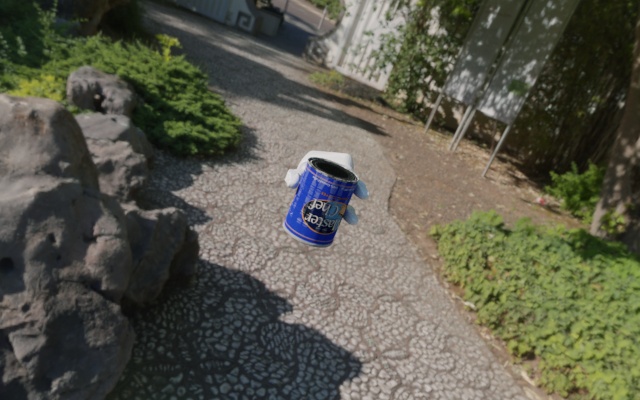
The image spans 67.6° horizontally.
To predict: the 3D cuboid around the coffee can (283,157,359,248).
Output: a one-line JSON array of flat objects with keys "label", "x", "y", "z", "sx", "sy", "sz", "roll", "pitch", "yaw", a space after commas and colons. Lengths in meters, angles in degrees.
[{"label": "coffee can", "x": 0.000, "y": 0.003, "z": 0.899, "sx": 0.103, "sy": 0.140, "sz": 0.102, "roll": 19, "pitch": 20, "yaw": -7}]
